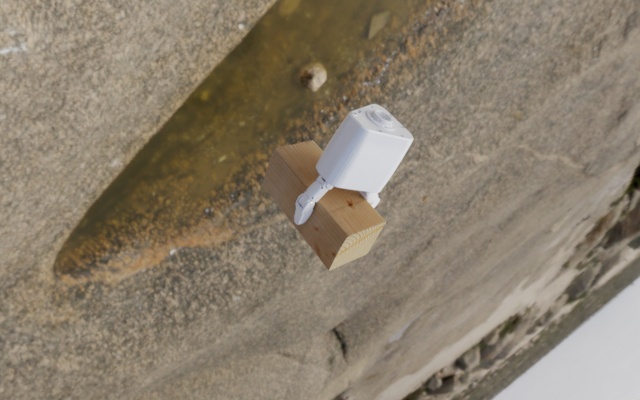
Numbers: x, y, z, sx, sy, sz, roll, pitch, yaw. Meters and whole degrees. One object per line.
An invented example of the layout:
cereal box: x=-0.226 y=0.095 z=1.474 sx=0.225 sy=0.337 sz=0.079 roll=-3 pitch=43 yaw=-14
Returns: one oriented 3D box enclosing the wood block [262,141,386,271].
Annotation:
wood block: x=0.000 y=0.003 z=0.809 sx=0.091 sy=0.206 sz=0.090 roll=-18 pitch=-34 yaw=-37
